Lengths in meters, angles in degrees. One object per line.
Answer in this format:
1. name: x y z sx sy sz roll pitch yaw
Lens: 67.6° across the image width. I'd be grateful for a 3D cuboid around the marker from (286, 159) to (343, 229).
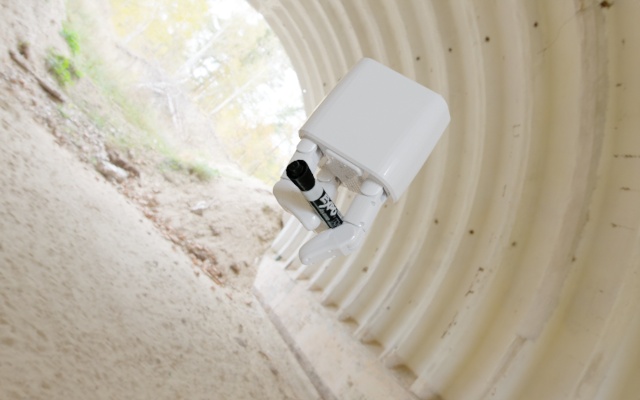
1. marker: 0.000 0.001 0.412 0.020 0.020 0.121 0 -28 23
